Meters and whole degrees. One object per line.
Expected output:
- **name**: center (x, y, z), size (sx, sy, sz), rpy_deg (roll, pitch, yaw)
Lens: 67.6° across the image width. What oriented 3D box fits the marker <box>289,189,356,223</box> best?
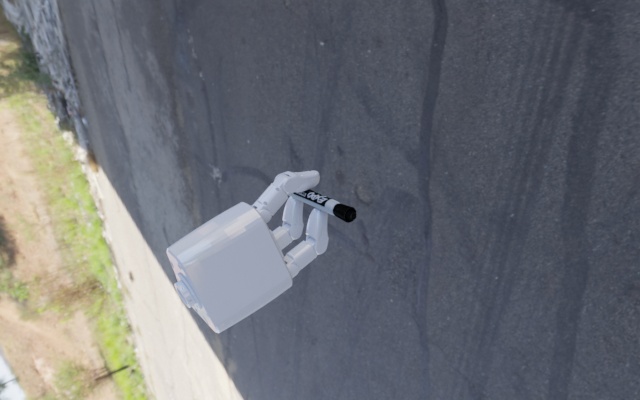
- **marker**: center (0.000, 0.002, 0.580), size (0.020, 0.020, 0.121), rpy_deg (0, 16, -40)
